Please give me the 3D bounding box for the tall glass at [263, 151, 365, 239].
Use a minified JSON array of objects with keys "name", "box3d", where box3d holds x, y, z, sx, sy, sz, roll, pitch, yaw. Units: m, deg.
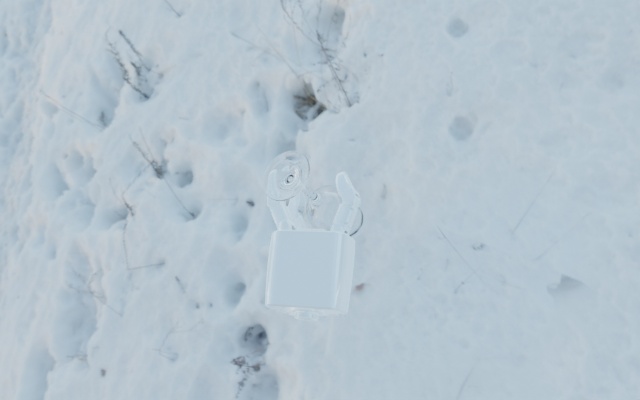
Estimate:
[{"name":"tall glass","box3d":[0.000,0.002,0.723,0.079,0.079,0.201,0,-21,31]}]
